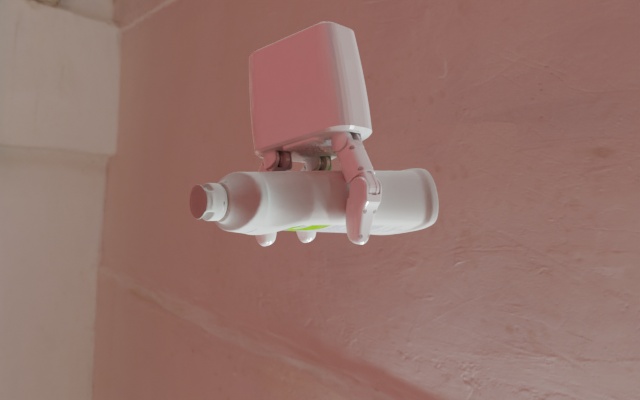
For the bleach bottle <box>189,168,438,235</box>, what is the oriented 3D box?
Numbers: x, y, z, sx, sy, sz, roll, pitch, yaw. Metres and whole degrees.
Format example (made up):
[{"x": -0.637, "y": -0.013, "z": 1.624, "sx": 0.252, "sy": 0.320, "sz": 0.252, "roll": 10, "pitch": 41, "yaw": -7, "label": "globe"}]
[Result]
[{"x": 0.000, "y": 0.002, "z": 0.459, "sx": 0.251, "sy": 0.068, "sz": 0.102, "roll": 1, "pitch": -13, "yaw": -43, "label": "bleach bottle"}]
